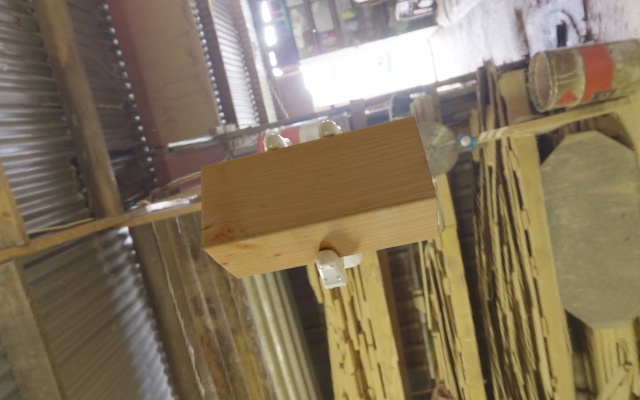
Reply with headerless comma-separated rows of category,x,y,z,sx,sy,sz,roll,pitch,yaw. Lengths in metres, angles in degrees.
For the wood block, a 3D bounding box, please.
wood block,0.000,0.002,0.460,0.206,0.090,0.090,-13,-29,7
